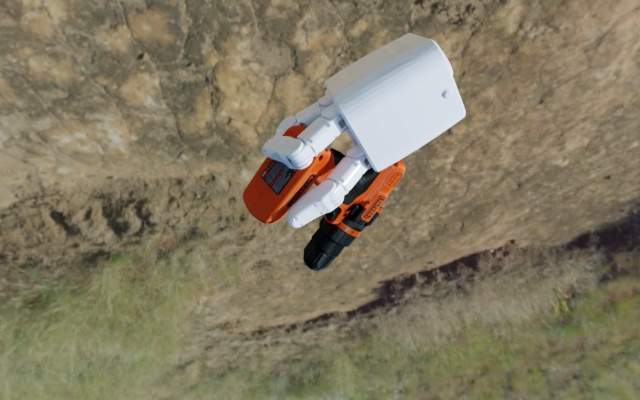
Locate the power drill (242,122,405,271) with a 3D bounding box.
[{"bbox_3d":[0.000,0.002,0.554,0.057,0.184,0.188,43,14,33],"label":"power drill"}]
